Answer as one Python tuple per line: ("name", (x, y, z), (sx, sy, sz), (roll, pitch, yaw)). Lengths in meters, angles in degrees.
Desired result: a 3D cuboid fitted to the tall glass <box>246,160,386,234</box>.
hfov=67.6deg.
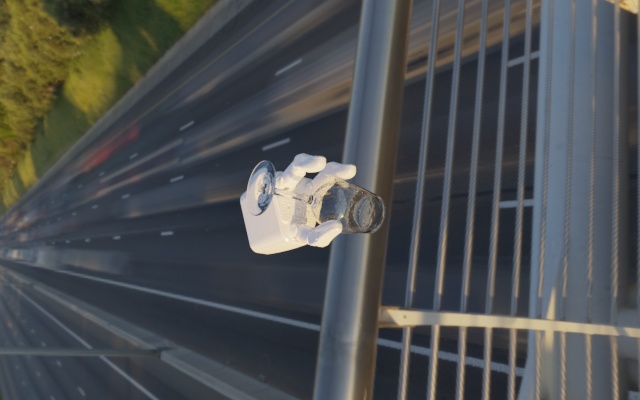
("tall glass", (0.000, 0.002, 0.681), (0.201, 0.079, 0.079), (13, -8, -35))
